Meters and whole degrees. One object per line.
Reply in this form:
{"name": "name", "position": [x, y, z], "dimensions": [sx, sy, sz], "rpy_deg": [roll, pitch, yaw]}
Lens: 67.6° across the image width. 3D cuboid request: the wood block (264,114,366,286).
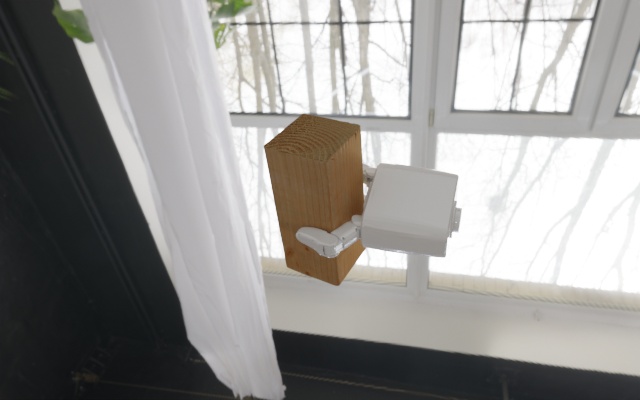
{"name": "wood block", "position": [0.000, 0.002, 0.636], "dimensions": [0.090, 0.206, 0.090], "rpy_deg": [17, 43, 27]}
